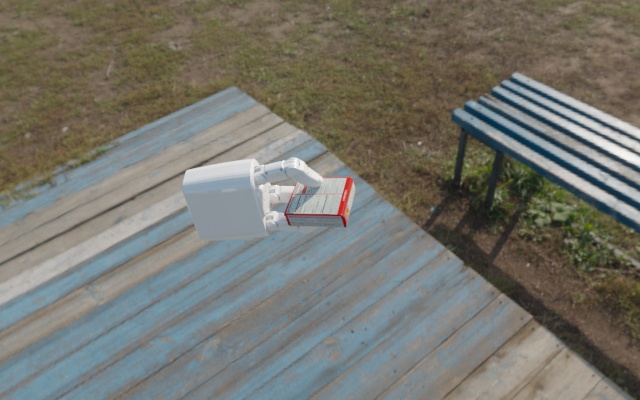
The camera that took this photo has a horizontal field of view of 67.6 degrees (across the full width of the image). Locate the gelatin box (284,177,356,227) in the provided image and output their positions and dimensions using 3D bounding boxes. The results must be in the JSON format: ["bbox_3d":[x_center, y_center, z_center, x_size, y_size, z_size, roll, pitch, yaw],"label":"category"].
[{"bbox_3d":[0.000,0.002,0.686,0.089,0.073,0.030,0,-42,20],"label":"gelatin box"}]
